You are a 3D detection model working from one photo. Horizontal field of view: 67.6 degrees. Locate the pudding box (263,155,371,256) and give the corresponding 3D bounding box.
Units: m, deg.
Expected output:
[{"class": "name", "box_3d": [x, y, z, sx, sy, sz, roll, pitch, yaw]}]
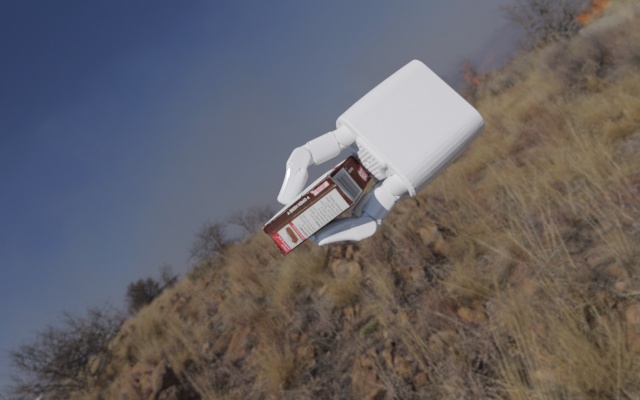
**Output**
[{"class": "pudding box", "box_3d": [0.000, 0.001, 0.487, 0.090, 0.039, 0.113, -39, 1, 20]}]
